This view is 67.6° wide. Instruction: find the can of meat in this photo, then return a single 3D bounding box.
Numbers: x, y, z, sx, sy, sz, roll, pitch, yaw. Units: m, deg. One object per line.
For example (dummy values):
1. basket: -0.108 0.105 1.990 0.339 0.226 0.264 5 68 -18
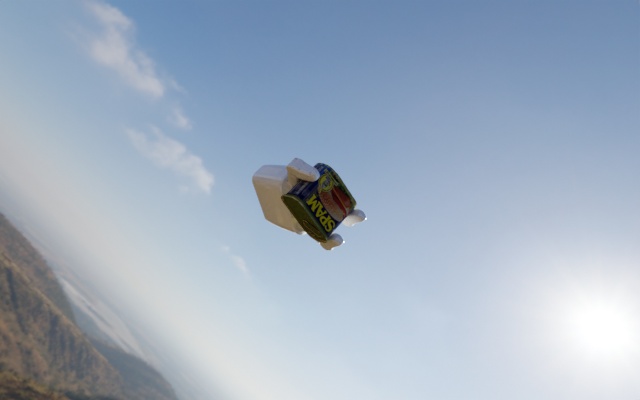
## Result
1. can of meat: 0.000 0.002 0.766 0.084 0.102 0.057 -47 30 -22
